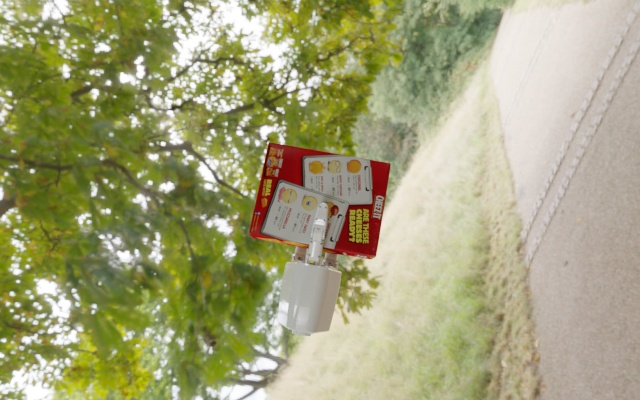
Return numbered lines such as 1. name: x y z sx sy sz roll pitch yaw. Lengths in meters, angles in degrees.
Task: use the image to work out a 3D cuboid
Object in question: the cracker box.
1. cracker box: 0.000 0.003 0.823 0.213 0.164 0.072 10 -10 2
